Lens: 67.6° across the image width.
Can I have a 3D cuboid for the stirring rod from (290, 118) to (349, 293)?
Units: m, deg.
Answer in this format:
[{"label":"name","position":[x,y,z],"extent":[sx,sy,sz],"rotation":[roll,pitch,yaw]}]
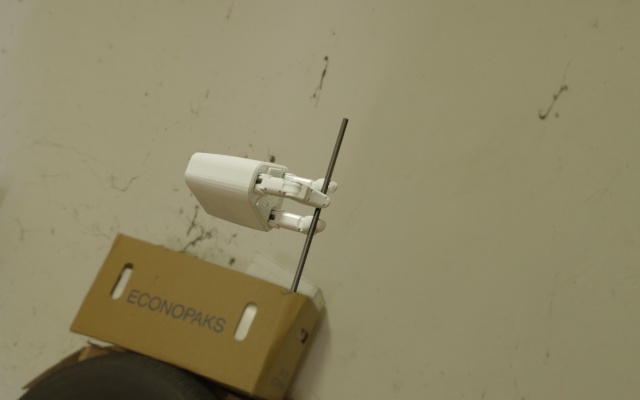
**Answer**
[{"label":"stirring rod","position":[0.000,0.002,0.623],"extent":[0.011,0.239,0.011],"rotation":[16,-12,4]}]
